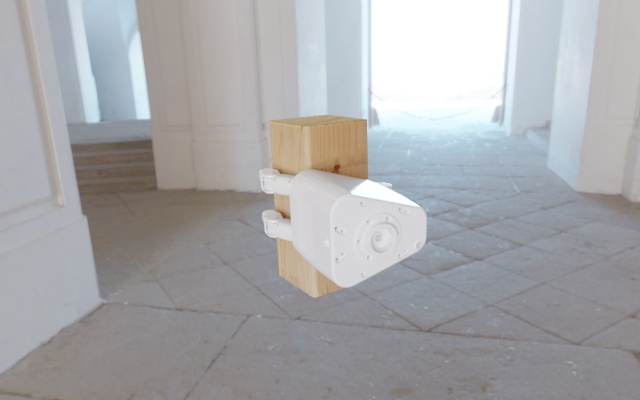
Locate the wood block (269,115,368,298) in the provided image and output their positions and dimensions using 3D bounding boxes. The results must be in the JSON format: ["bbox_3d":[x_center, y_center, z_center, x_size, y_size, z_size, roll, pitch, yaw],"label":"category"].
[{"bbox_3d":[0.001,0.002,0.602,0.091,0.206,0.090,-13,19,-33],"label":"wood block"}]
